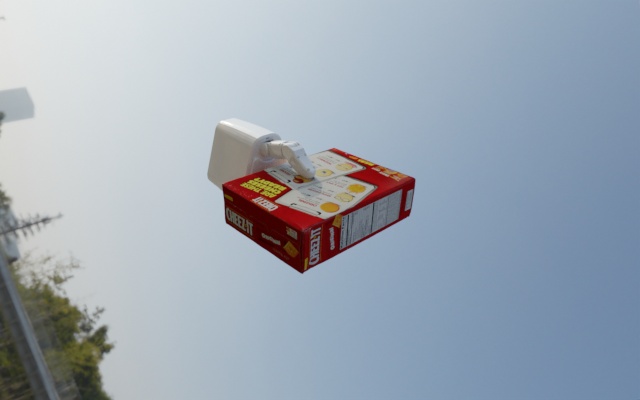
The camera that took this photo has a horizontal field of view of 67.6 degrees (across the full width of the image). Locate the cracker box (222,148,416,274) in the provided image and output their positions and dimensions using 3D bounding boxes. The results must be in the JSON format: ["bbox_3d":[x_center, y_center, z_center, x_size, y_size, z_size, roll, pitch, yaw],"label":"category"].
[{"bbox_3d":[0.000,0.002,0.660,0.213,0.072,0.164,-23,36,-38],"label":"cracker box"}]
